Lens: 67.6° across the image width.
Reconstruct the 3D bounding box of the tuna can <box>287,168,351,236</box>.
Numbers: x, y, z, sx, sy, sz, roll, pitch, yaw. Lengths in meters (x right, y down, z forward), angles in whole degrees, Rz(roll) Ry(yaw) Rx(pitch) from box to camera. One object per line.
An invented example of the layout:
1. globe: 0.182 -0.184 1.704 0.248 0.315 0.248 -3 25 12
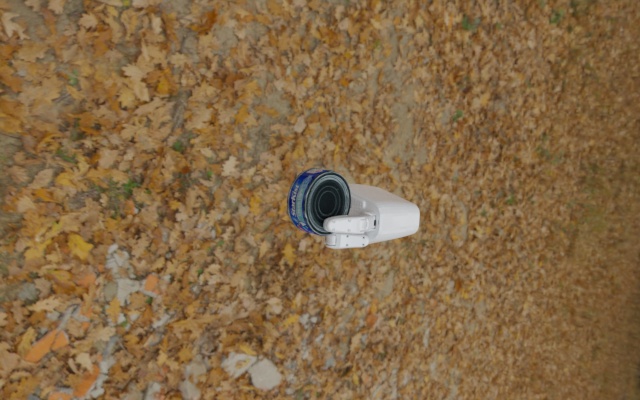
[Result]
1. tuna can: 0.000 0.002 0.617 0.086 0.086 0.033 0 7 -43
